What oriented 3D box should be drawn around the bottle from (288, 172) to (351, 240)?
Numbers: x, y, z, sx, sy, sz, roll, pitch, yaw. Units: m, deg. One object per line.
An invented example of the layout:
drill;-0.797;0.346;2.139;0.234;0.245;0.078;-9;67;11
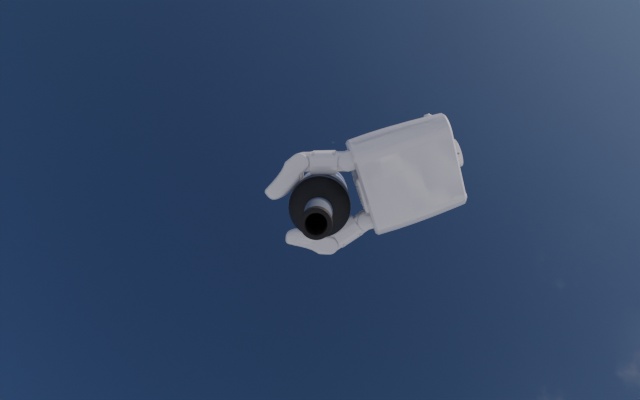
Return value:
bottle;0.000;0.002;0.539;0.069;0.069;0.295;0;7;1
